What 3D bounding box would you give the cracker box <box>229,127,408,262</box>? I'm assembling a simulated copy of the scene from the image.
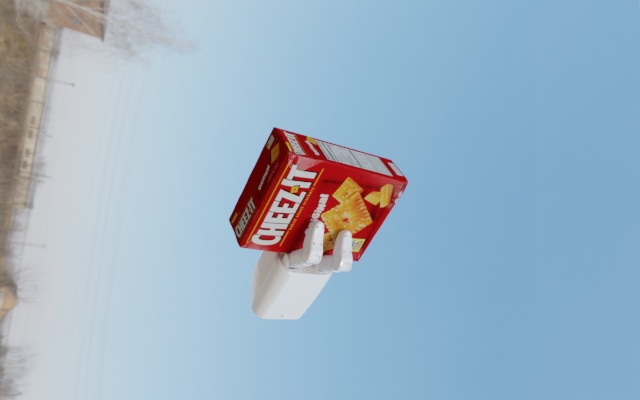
[{"bbox_3d":[0.000,0.002,0.695,0.214,0.164,0.072,11,32,-34],"label":"cracker box"}]
